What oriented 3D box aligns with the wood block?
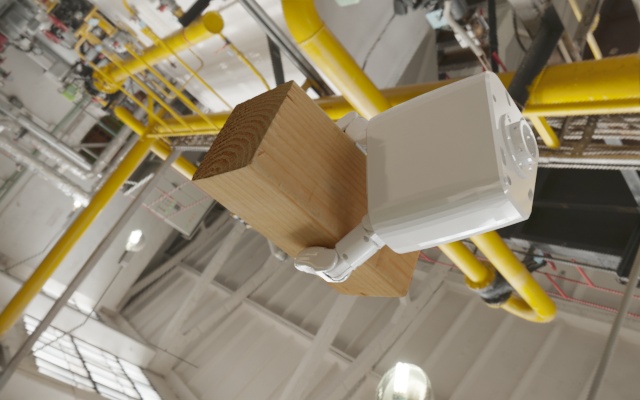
[{"bbox_3d":[0.000,0.002,0.443,0.090,0.090,0.206,-8,-41,47],"label":"wood block"}]
